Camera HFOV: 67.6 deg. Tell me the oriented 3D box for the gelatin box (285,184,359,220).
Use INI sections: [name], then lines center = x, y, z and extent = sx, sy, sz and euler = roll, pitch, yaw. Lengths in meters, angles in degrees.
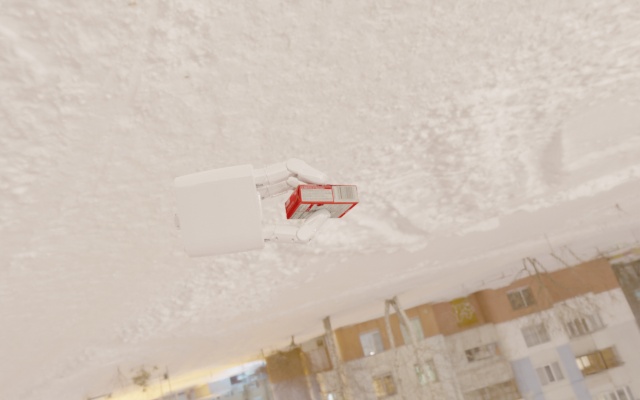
[gelatin box]
center = 0.000, 0.003, 0.684
extent = 0.089, 0.030, 0.073
euler = 0, -20, -19
